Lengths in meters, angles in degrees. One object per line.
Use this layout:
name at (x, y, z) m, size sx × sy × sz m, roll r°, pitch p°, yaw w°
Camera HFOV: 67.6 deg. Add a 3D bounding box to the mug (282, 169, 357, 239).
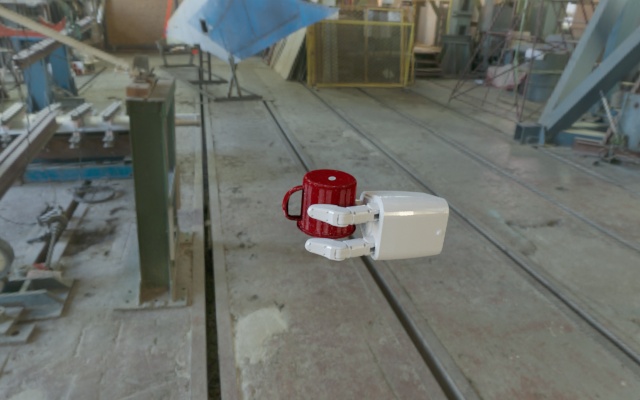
mug at (-0.001, 0.002, 0.722) m, size 0.117 × 0.081 × 0.093 m, roll -1°, pitch 23°, yaw -13°
